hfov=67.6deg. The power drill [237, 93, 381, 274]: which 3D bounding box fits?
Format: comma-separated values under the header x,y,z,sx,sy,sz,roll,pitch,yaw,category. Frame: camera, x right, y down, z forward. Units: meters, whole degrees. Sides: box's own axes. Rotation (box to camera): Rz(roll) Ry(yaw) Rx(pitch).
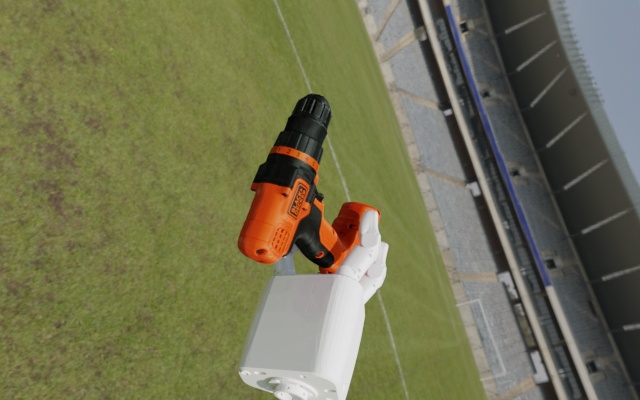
x,y,z,sx,sy,sz,roll,pitch,yaw,category
0.000,0.002,0.531,0.057,0.184,0.188,10,-19,37,power drill
